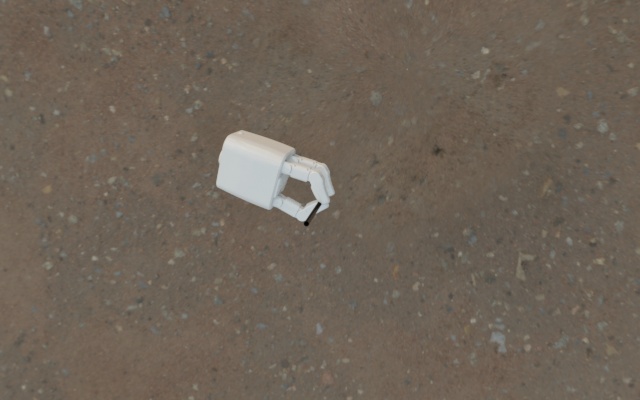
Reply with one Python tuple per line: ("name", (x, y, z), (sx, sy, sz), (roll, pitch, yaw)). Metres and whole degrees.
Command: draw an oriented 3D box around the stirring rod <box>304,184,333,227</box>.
("stirring rod", (0.000, 0.003, 0.808), (0.011, 0.011, 0.239), (0, 15, 10))
